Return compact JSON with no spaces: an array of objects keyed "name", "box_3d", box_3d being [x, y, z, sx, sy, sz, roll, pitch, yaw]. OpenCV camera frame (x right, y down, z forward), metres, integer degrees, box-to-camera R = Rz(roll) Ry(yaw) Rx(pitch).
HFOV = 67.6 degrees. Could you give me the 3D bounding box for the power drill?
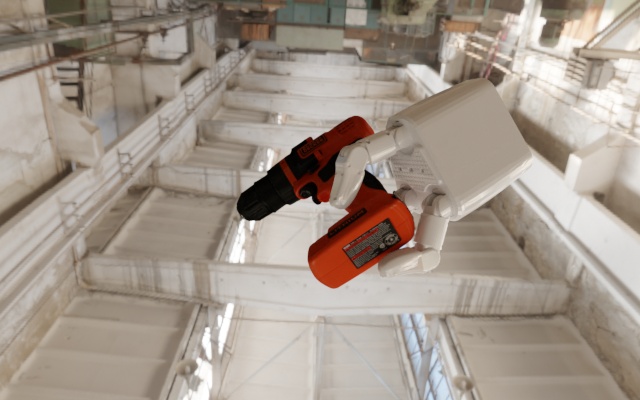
[{"name":"power drill","box_3d":[0.000,0.002,0.504,0.184,0.057,0.187,-35,39,5]}]
